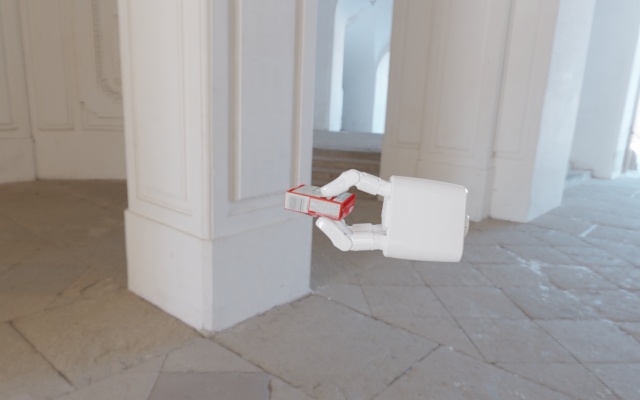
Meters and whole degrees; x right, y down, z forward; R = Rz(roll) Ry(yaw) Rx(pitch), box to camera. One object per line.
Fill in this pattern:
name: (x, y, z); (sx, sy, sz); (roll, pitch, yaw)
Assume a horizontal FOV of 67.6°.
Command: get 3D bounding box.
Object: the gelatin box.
gelatin box: (0.000, 0.002, 0.709); (0.089, 0.030, 0.073); (12, 14, 15)
